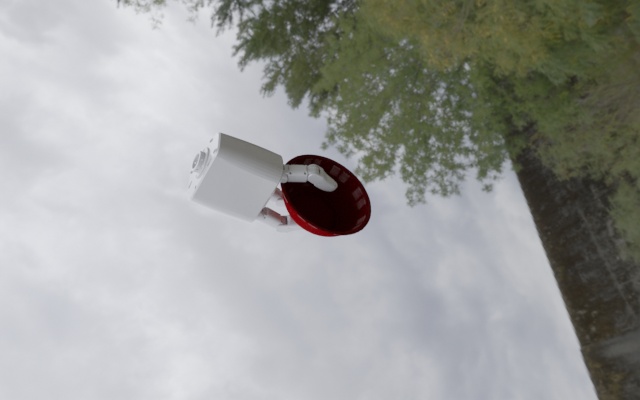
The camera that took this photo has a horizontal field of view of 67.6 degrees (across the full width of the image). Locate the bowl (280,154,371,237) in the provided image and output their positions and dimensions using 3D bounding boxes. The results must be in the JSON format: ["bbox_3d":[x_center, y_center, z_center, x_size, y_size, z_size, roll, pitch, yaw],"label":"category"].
[{"bbox_3d":[0.001,0.003,0.777,0.162,0.162,0.055,0,-37,-32],"label":"bowl"}]
